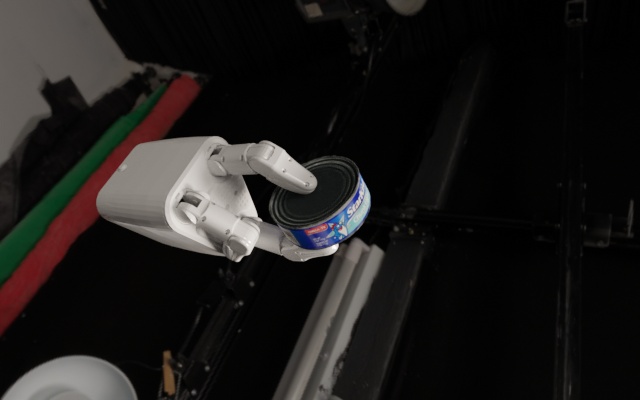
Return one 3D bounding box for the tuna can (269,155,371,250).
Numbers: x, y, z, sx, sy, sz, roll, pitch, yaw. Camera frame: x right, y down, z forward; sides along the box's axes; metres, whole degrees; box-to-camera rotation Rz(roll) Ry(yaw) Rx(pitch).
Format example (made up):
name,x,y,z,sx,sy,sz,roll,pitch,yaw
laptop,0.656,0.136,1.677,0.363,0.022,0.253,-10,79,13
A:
name,x,y,z,sx,sy,sz,roll,pitch,yaw
tuna can,0.000,0.002,0.422,0.086,0.086,0.034,0,-42,34
